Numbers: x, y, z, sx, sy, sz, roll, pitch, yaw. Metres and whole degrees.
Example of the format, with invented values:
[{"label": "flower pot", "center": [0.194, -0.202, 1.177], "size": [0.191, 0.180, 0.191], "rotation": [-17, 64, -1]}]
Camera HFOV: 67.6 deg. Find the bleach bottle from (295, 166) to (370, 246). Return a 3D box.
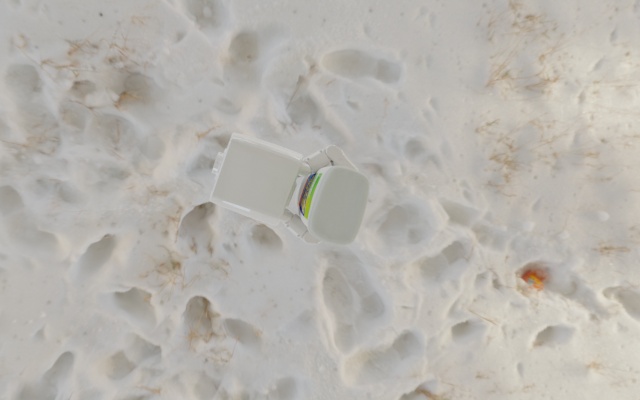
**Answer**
[{"label": "bleach bottle", "center": [0.000, 0.002, 0.715], "size": [0.068, 0.102, 0.251], "rotation": [19, -3, -12]}]
